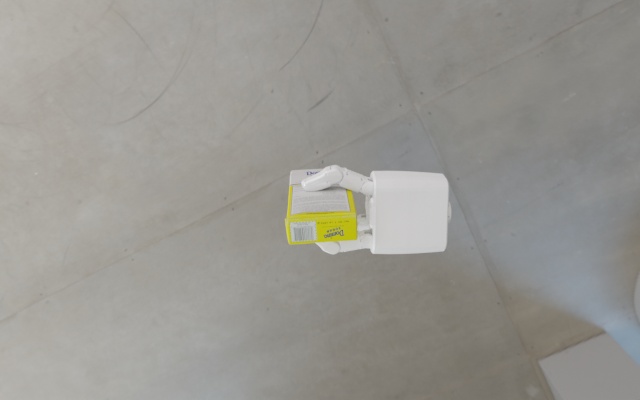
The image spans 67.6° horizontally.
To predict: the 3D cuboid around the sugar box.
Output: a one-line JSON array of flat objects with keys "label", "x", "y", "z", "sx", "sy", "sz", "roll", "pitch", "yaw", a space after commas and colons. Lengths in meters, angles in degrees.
[{"label": "sugar box", "x": 0.000, "y": 0.003, "z": 0.693, "sx": 0.093, "sy": 0.048, "sz": 0.176, "roll": -3, "pitch": 21, "yaw": 1}]
